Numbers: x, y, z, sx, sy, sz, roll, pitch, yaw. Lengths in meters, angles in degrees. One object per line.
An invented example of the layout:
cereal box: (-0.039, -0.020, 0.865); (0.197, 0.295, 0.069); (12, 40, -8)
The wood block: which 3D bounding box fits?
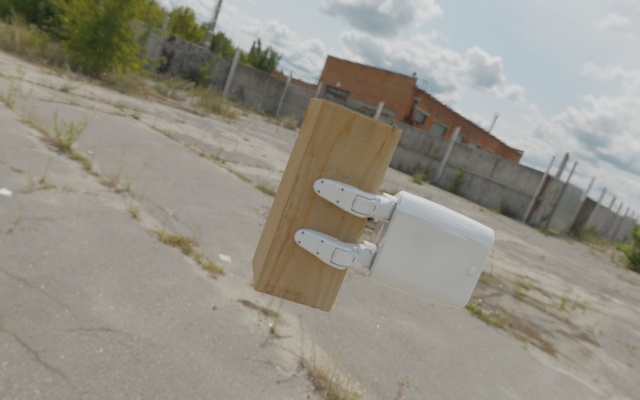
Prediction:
wood block: (0.000, 0.002, 0.525); (0.090, 0.206, 0.090); (19, 9, -12)
